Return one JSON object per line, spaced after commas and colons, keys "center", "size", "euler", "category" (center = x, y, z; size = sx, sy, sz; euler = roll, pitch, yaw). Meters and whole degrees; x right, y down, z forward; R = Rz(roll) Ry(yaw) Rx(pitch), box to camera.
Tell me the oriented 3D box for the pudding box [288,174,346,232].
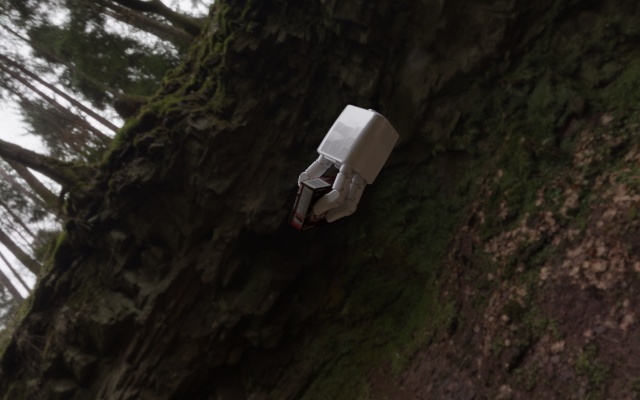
{"center": [0.000, 0.003, 0.880], "size": [0.039, 0.090, 0.113], "euler": [34, 28, 33], "category": "pudding box"}
